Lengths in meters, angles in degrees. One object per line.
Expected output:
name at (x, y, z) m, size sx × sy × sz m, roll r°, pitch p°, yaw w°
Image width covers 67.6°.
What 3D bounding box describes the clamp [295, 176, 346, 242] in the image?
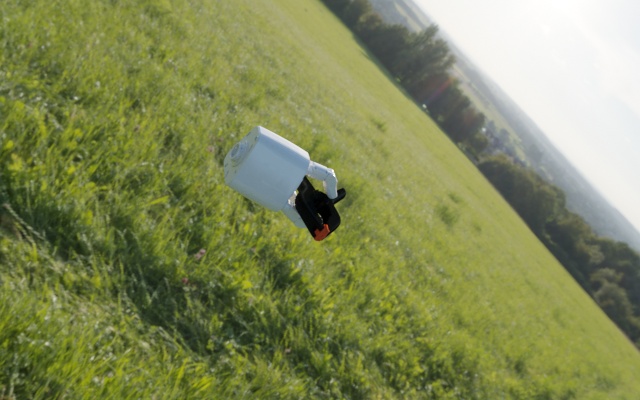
clamp at (0.001, 0.003, 0.879) m, size 0.164 × 0.036 × 0.209 m, roll 27°, pitch 28°, yaw -30°
